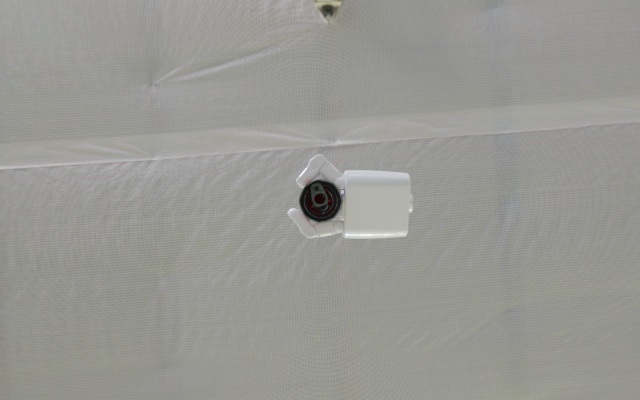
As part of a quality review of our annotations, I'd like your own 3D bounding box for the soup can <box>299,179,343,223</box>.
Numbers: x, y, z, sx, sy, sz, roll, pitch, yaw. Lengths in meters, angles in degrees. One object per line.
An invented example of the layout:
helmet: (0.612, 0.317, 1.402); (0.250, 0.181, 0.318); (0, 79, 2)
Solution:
soup can: (0.000, 0.003, 0.791); (0.068, 0.068, 0.102); (0, -2, 0)
